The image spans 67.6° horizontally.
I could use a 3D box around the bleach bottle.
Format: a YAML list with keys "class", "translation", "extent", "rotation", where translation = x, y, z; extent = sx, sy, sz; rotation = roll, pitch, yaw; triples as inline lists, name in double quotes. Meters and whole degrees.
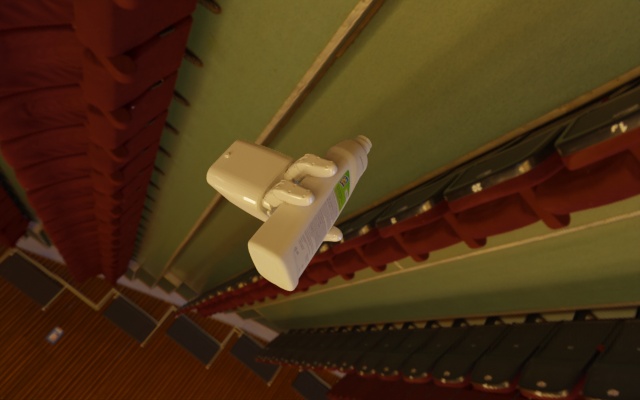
- class: "bleach bottle"
  translation: [0.000, 0.002, 0.691]
  extent: [0.068, 0.250, 0.103]
  rotation: [25, -30, 24]
